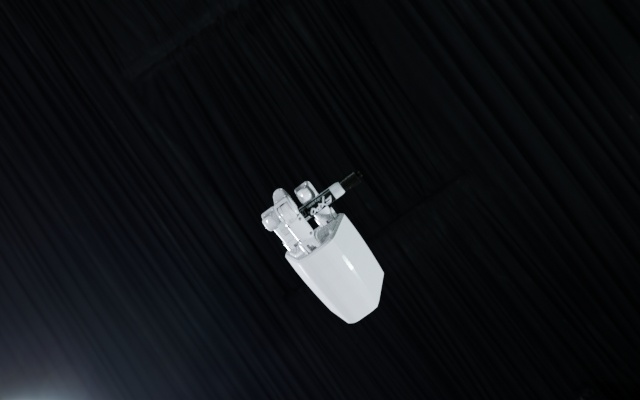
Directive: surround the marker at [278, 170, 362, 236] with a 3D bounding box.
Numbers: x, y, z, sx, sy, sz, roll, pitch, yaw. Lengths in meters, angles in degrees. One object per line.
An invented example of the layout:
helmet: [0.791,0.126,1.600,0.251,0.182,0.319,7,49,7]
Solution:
marker: [0.000,0.002,0.588,0.121,0.020,0.020,-36,-4,6]
